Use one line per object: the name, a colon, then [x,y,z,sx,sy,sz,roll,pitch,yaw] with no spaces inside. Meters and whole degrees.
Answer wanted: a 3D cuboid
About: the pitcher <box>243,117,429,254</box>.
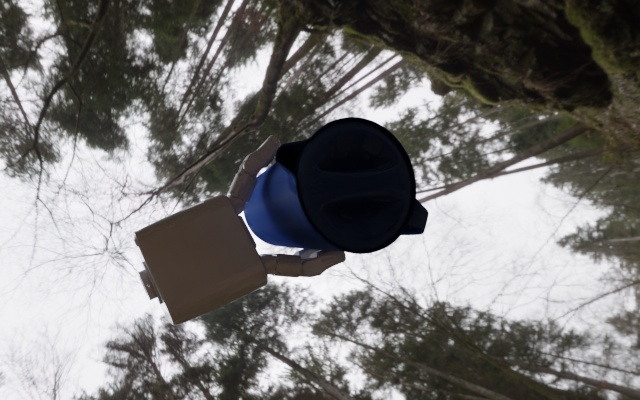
pitcher: [0.000,0.002,0.565,0.145,0.149,0.243,-27,5,-25]
